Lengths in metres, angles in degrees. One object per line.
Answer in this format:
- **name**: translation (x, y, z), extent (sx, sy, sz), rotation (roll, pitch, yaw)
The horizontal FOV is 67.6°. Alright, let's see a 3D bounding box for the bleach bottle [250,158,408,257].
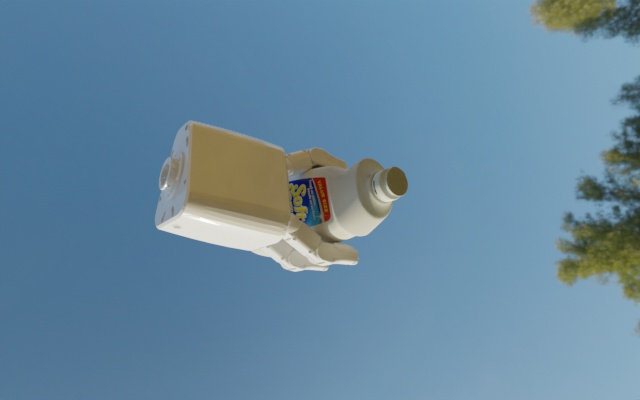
- **bleach bottle**: translation (0.000, 0.002, 0.545), extent (0.068, 0.102, 0.251), rotation (15, -21, -32)
